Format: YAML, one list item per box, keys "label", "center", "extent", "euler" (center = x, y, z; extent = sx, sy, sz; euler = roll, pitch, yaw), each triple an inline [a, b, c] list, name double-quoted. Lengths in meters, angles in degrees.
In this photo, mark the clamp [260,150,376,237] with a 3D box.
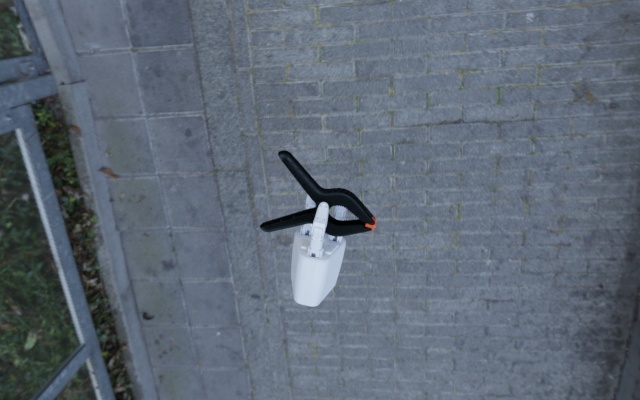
- label: "clamp"
  center: [0.000, 0.003, 0.854]
  extent: [0.210, 0.165, 0.036]
  euler: [12, 27, 4]
